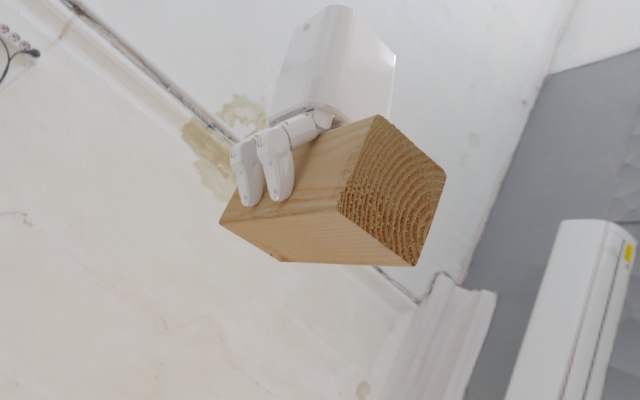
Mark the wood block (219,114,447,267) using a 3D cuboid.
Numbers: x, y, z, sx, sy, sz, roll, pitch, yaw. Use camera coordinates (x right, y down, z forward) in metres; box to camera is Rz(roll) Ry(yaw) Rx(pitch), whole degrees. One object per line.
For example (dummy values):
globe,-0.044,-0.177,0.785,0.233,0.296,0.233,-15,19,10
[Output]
wood block,0.000,0.001,0.448,0.091,0.090,0.206,35,-23,-27
